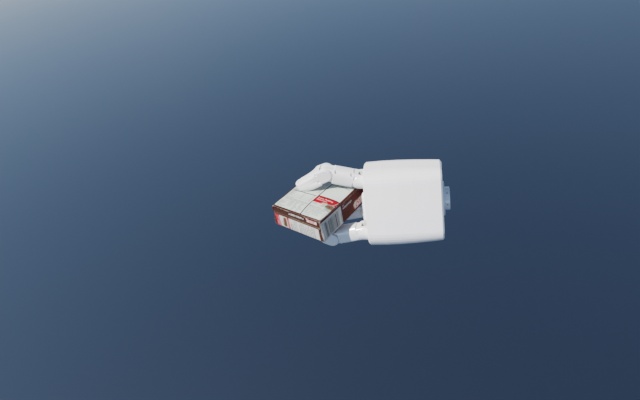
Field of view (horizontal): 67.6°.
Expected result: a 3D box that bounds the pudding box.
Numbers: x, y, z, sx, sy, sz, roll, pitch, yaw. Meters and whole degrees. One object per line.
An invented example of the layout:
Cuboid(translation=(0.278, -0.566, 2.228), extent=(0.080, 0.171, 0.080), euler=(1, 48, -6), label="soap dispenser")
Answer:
Cuboid(translation=(0.000, 0.002, 0.694), extent=(0.090, 0.039, 0.113), euler=(18, 43, 34), label="pudding box")
